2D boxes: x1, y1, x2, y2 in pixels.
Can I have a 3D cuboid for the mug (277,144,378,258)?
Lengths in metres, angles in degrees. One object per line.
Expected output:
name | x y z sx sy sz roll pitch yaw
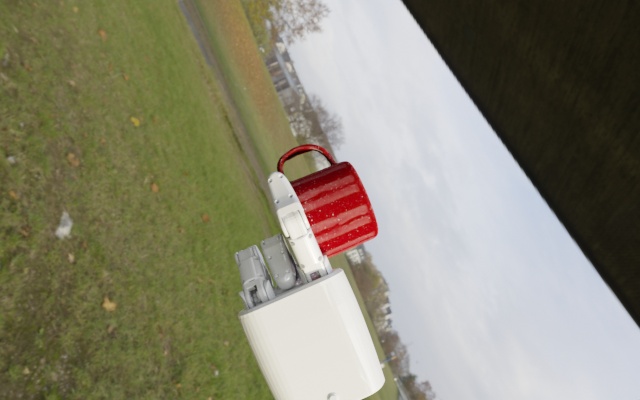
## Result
mug | 0.000 0.000 0.465 0.081 0.117 0.093 -22 -1 -2
